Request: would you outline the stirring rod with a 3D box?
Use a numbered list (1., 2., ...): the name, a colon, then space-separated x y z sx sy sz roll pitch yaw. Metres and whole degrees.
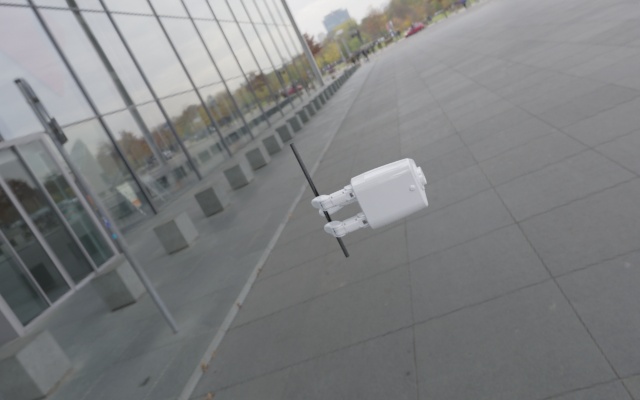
1. stirring rod: 0.000 0.003 0.887 0.011 0.239 0.011 -25 14 7
